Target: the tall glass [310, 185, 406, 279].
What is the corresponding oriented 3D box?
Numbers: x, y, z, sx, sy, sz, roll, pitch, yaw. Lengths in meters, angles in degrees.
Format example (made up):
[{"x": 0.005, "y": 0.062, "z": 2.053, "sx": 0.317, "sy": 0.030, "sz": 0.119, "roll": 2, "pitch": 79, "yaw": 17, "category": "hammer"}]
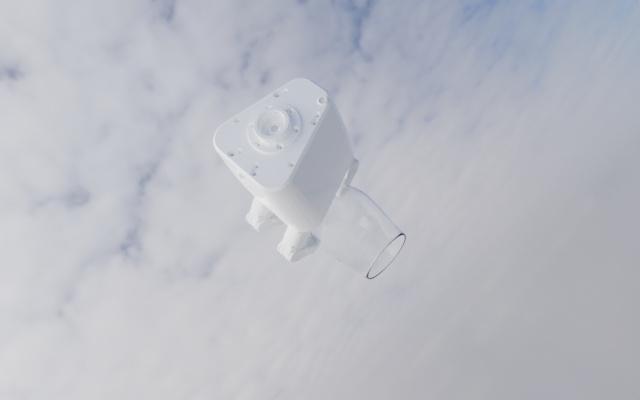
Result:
[{"x": 0.000, "y": 0.001, "z": 0.543, "sx": 0.201, "sy": 0.079, "sz": 0.079, "roll": 40, "pitch": 18, "yaw": 23, "category": "tall glass"}]
